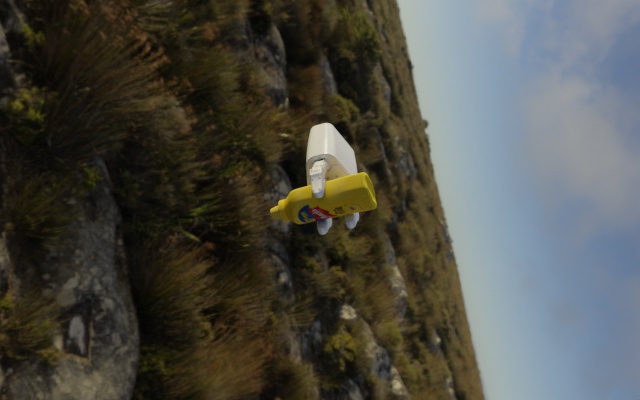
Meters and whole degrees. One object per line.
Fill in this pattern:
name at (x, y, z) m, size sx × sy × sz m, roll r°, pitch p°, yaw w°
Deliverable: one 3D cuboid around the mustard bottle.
mustard bottle at (0.000, 0.003, 0.865) m, size 0.191 × 0.058 × 0.096 m, roll -13°, pitch -23°, yaw 13°
